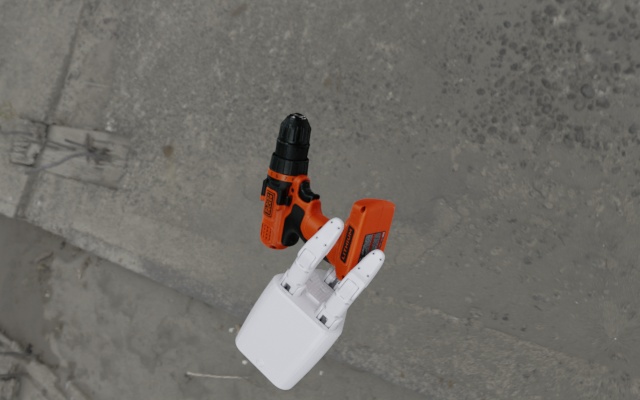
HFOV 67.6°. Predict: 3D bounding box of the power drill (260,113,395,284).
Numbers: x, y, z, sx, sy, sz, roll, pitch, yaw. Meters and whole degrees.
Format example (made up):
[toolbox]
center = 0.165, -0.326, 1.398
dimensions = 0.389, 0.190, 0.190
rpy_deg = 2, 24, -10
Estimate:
[power drill]
center = 0.000, 0.002, 0.582
dimensions = 0.057, 0.184, 0.187
rpy_deg = -8, 28, -41
